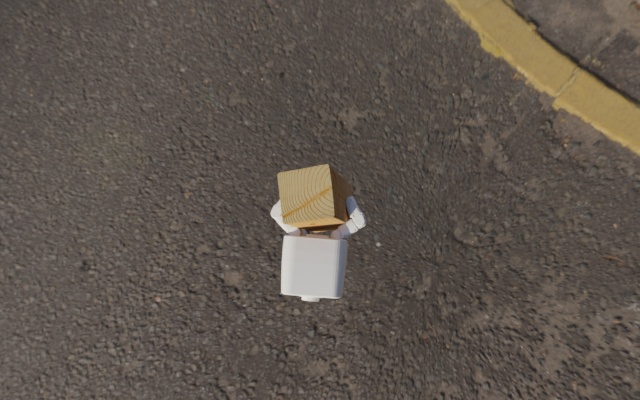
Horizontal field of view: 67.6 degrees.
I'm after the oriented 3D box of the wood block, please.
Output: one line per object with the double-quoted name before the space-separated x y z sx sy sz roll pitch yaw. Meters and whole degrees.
"wood block" 0.000 0.003 0.874 0.091 0.090 0.206 -9 -9 12
